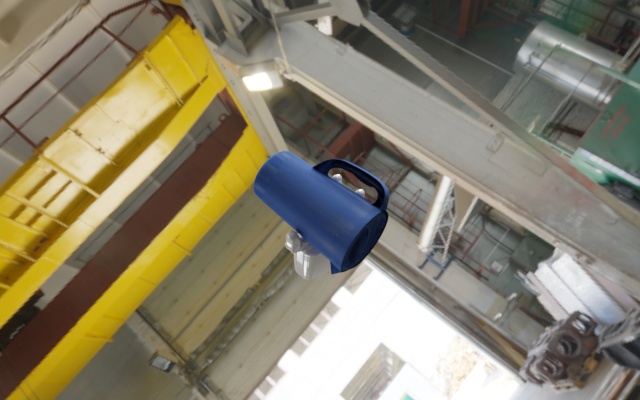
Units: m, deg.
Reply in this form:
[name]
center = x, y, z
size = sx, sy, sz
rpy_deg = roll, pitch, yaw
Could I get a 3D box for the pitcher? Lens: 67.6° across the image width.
[pitcher]
center = 0.000, 0.003, 0.880
size = 0.242, 0.145, 0.149
rpy_deg = 37, 59, 22
